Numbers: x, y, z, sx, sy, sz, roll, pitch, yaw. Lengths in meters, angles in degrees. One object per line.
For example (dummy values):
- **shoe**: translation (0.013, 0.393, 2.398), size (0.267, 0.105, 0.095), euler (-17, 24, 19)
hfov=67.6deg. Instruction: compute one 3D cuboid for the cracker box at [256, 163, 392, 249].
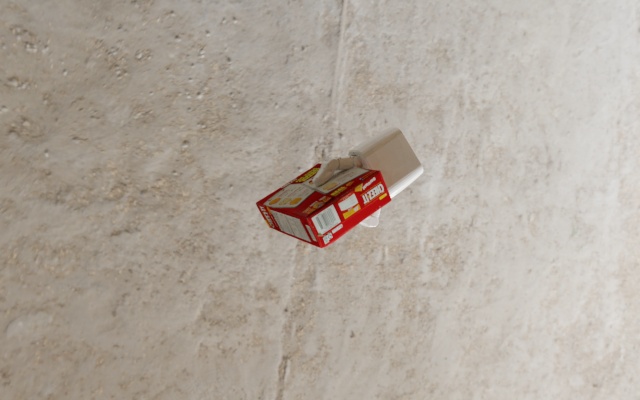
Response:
- **cracker box**: translation (0.000, 0.003, 0.887), size (0.164, 0.072, 0.213), euler (-33, 22, -23)
